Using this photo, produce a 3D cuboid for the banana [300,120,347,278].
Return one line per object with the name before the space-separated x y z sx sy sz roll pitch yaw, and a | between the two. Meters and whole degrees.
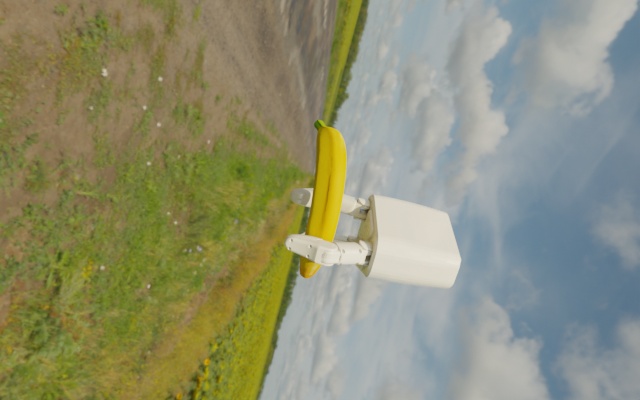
banana | 0.004 -0.002 0.567 0.037 0.198 0.069 8 -3 -11
